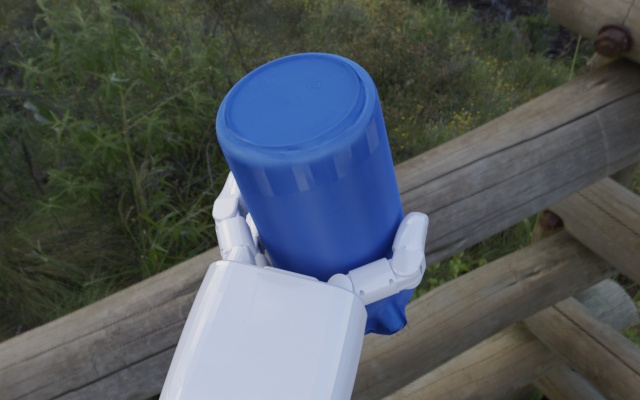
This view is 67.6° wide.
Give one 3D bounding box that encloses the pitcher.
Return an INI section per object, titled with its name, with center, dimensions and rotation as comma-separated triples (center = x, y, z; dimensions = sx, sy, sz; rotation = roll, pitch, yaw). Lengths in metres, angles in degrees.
[pitcher]
center = 0.000, 0.001, 0.401
dimensions = 0.149, 0.145, 0.243
rotation = 4, -36, 17
